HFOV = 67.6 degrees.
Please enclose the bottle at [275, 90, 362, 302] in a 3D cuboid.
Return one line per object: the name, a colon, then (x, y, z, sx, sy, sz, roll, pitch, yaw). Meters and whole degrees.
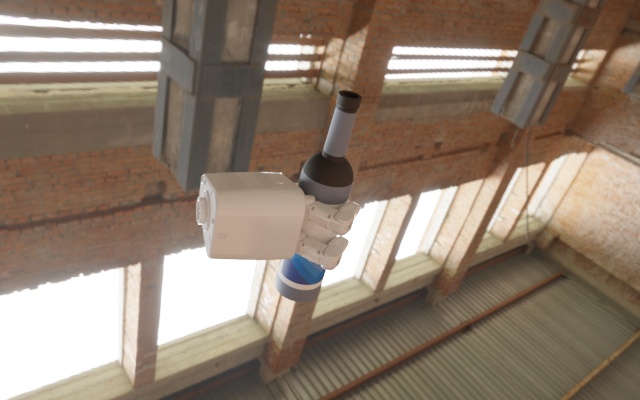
bottle: (0.000, 0.002, 0.615, 0.069, 0.296, 0.069, 11, 31, -7)
